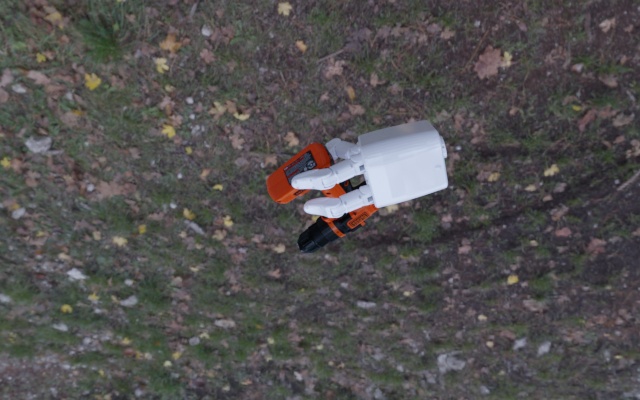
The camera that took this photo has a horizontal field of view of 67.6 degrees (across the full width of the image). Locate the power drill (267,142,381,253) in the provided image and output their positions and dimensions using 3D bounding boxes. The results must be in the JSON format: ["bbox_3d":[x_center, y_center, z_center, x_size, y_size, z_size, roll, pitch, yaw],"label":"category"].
[{"bbox_3d":[0.000,0.002,0.756,0.184,0.057,0.188,-38,-38,13],"label":"power drill"}]
